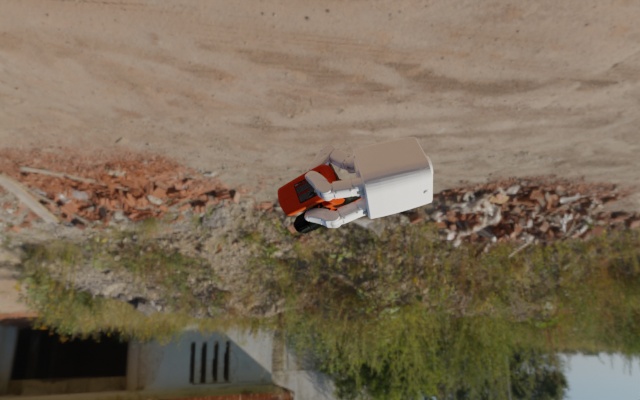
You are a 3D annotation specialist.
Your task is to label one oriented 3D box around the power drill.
[{"bbox_3d":[0.000,0.003,0.855,0.184,0.057,0.188,-29,-18,17],"label":"power drill"}]
